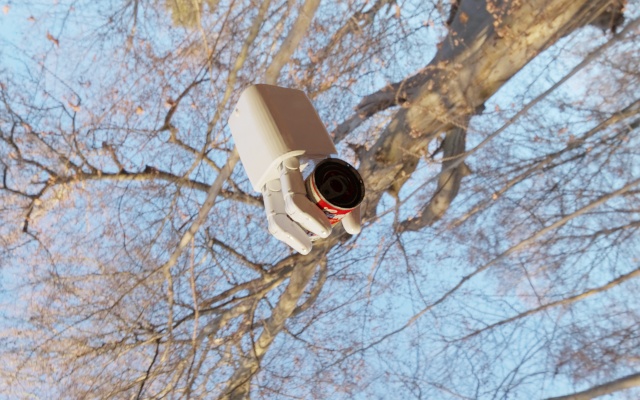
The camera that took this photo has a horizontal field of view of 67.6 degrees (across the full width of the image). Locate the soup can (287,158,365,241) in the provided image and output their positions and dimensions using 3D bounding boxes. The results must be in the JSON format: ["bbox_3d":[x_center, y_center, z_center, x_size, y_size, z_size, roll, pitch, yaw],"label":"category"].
[{"bbox_3d":[0.000,0.002,0.591,0.068,0.068,0.102,0,-27,-30],"label":"soup can"}]
